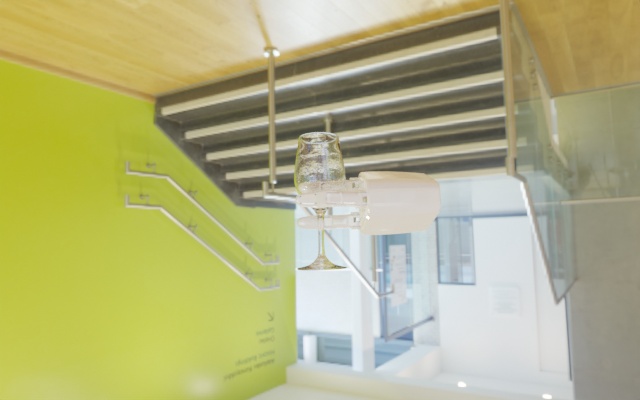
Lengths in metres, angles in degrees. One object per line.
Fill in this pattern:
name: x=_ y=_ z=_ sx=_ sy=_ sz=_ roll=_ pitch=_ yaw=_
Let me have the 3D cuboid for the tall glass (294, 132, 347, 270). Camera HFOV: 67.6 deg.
tall glass: x=0.000 y=0.003 z=0.718 sx=0.079 sy=0.201 sz=0.079 roll=-2 pitch=-5 yaw=0
